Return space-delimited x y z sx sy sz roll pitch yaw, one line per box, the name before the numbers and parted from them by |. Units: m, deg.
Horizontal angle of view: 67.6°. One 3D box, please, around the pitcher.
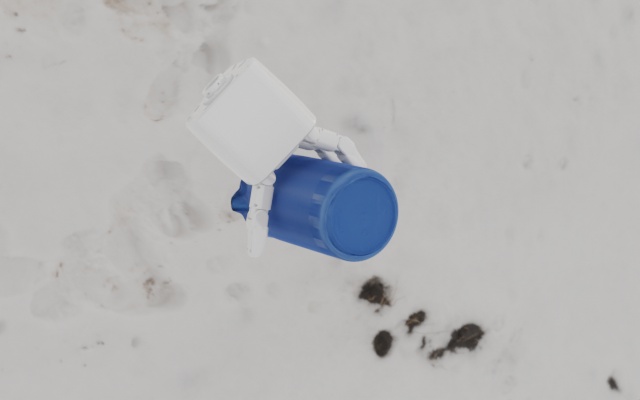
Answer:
pitcher | 0.000 0.002 0.639 0.145 0.149 0.243 43 -14 -26
